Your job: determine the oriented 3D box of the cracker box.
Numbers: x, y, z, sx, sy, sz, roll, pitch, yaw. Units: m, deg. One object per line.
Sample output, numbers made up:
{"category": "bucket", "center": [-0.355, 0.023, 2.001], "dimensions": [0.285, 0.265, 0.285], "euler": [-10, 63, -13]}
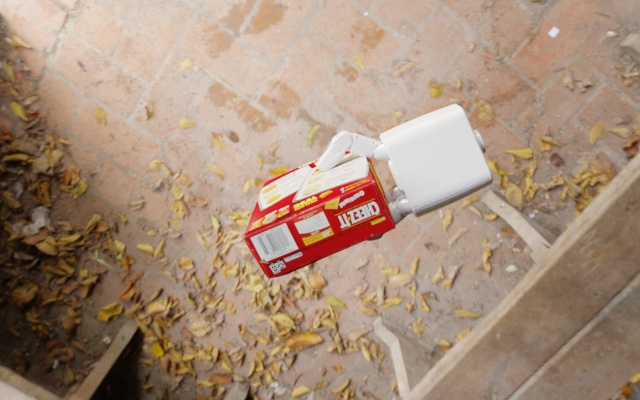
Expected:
{"category": "cracker box", "center": [0.000, 0.002, 0.631], "dimensions": [0.164, 0.072, 0.213], "euler": [-24, 17, 9]}
